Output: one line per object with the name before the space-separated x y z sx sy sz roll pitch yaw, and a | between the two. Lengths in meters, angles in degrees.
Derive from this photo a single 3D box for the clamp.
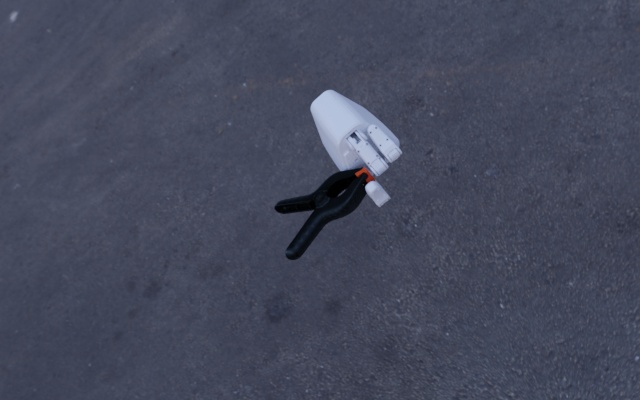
clamp | 0.000 0.002 0.724 0.039 0.171 0.120 47 7 -46
